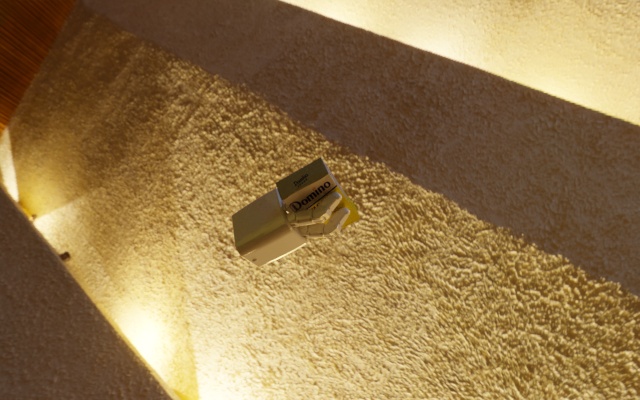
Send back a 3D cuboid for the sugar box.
[{"bbox_3d":[0.000,0.003,0.863,0.093,0.048,0.176,-29,-33,8],"label":"sugar box"}]
